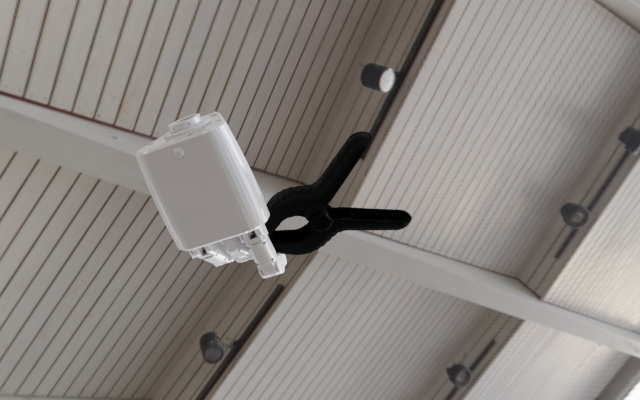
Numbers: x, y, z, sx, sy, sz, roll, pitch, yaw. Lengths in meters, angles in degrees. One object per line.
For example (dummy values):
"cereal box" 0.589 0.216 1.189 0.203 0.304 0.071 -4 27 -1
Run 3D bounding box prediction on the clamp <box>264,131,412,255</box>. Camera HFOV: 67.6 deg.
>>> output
"clamp" 0.000 0.002 0.497 0.171 0.120 0.039 -19 24 5
